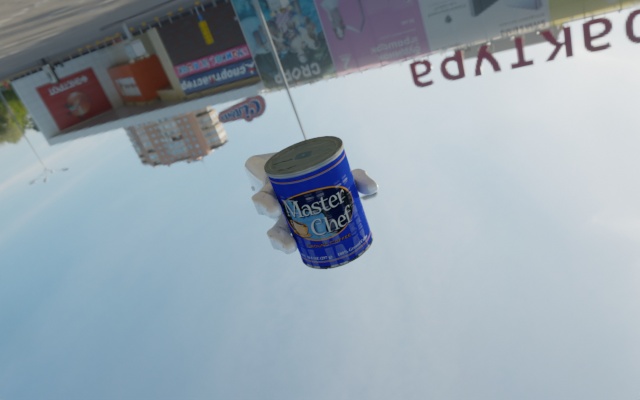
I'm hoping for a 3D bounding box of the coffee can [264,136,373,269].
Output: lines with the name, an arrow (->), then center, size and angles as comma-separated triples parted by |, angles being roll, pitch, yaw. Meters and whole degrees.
coffee can -> 0.000, 0.002, 0.615 | 0.103, 0.140, 0.102 | -16, 25, 8
